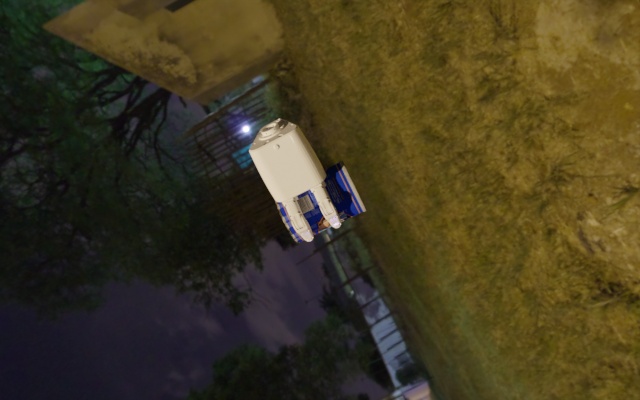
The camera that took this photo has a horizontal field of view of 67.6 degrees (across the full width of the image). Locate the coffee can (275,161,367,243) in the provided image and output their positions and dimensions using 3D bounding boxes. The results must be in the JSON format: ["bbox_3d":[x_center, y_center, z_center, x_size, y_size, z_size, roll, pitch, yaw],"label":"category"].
[{"bbox_3d":[0.000,0.003,0.881,0.140,0.103,0.103,-26,-2,4],"label":"coffee can"}]
